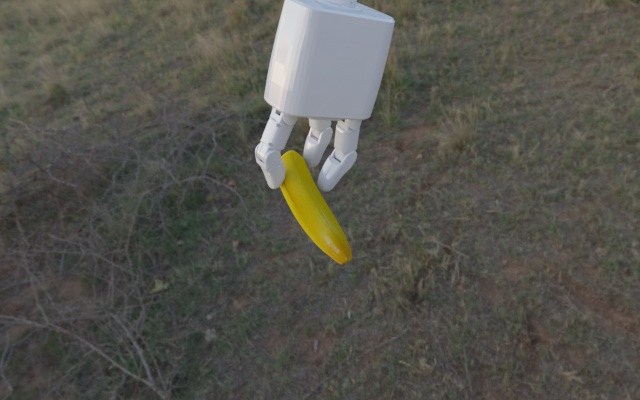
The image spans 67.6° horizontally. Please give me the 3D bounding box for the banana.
[{"bbox_3d":[-0.015,-0.008,0.556,0.070,0.037,0.197,29,23,-33],"label":"banana"}]
